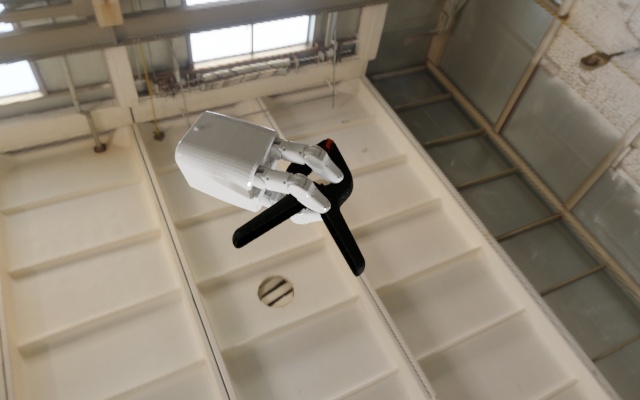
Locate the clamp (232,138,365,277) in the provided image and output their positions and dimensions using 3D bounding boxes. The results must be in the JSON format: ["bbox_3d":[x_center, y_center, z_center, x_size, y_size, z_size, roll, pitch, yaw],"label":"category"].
[{"bbox_3d":[0.000,0.002,0.631,0.164,0.209,0.036,19,-38,7],"label":"clamp"}]
